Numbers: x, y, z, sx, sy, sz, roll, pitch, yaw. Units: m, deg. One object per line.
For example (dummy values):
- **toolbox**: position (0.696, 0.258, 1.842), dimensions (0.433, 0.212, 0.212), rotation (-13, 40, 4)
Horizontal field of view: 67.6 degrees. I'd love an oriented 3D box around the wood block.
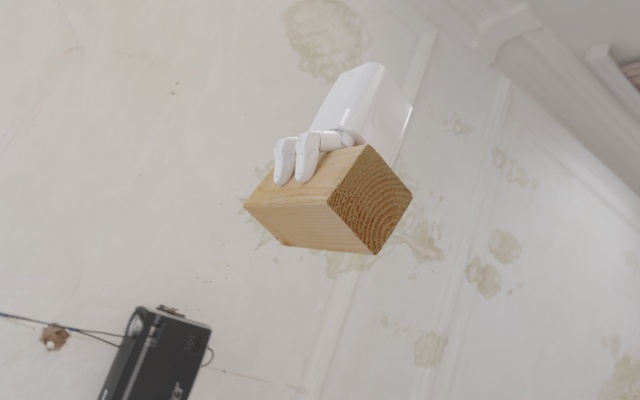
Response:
- **wood block**: position (0.000, 0.002, 0.600), dimensions (0.091, 0.090, 0.206), rotation (46, -24, -23)
